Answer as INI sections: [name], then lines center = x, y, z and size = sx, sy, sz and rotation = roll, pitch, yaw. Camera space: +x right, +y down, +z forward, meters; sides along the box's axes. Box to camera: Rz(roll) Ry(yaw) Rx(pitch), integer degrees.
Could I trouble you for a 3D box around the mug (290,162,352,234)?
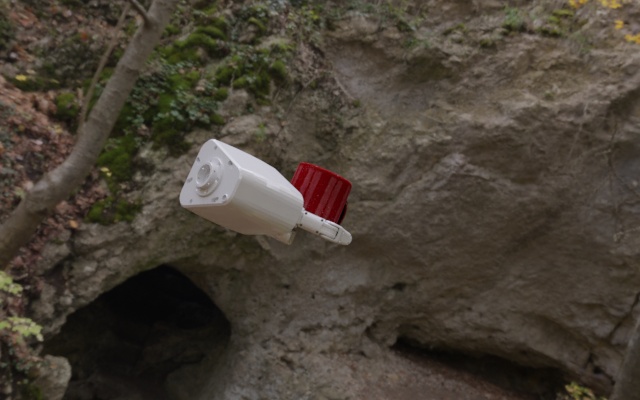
[mug]
center = 0.001, 0.002, 0.676
size = 0.093, 0.081, 0.117
rotation = 20, -4, 44
